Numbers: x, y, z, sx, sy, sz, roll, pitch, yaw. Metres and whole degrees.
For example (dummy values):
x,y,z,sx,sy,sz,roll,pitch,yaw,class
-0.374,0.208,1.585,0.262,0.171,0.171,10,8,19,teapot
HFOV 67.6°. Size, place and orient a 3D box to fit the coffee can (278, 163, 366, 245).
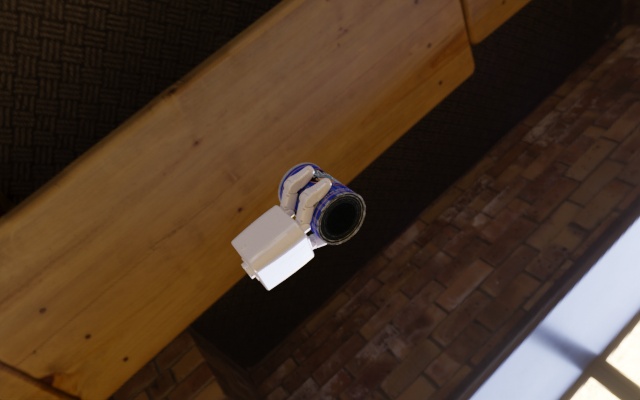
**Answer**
x,y,z,sx,sy,sz,roll,pitch,yaw,class
0.000,0.003,0.877,0.103,0.103,0.140,0,25,-37,coffee can
